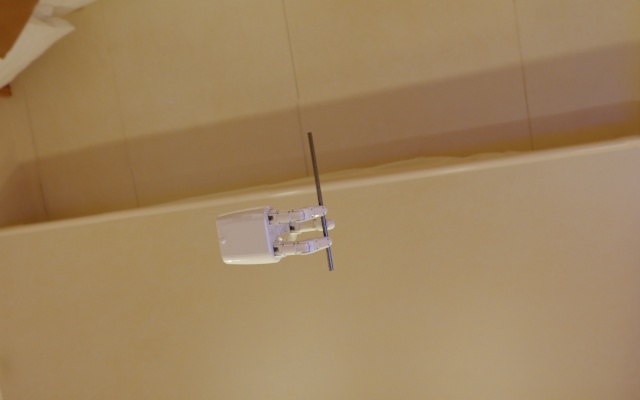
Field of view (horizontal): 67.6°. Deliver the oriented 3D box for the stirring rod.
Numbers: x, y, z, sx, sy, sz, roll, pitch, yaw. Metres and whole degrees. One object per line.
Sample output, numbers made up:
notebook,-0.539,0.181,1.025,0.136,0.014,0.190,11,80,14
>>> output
stirring rod,0.000,0.003,0.821,0.011,0.239,0.011,-9,4,1
